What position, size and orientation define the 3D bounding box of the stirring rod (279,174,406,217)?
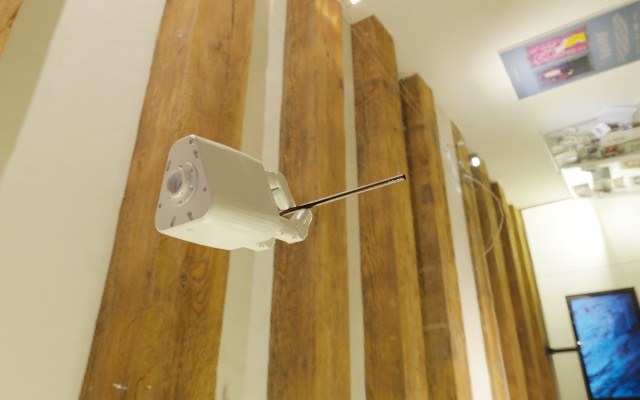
[{"bbox_3d":[0.000,0.002,0.626,0.239,0.011,0.011,-17,-9,31],"label":"stirring rod"}]
